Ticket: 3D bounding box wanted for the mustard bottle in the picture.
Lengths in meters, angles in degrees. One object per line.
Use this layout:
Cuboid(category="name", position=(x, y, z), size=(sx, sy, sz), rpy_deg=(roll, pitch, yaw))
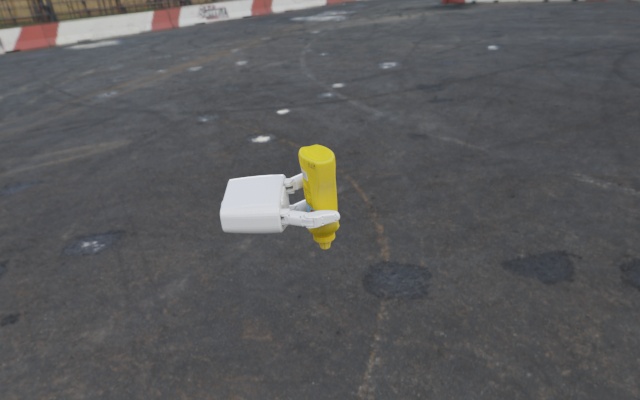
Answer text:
Cuboid(category="mustard bottle", position=(0.000, 0.003, 0.863), size=(0.058, 0.192, 0.096), rpy_deg=(-13, 26, -16))
